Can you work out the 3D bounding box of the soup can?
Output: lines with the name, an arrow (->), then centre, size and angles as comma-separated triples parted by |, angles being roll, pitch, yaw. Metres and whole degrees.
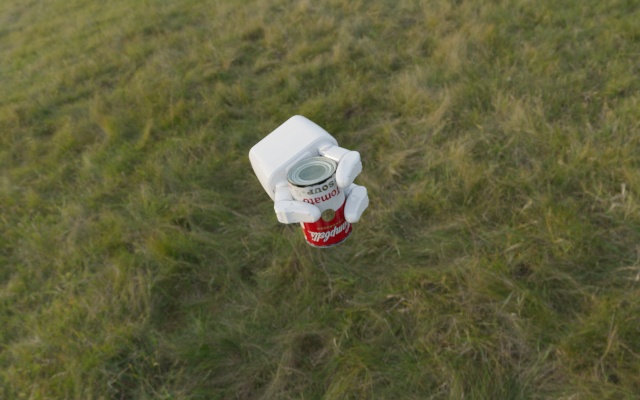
soup can -> 0.000, 0.002, 0.628 | 0.068, 0.102, 0.068 | -10, 34, 7
